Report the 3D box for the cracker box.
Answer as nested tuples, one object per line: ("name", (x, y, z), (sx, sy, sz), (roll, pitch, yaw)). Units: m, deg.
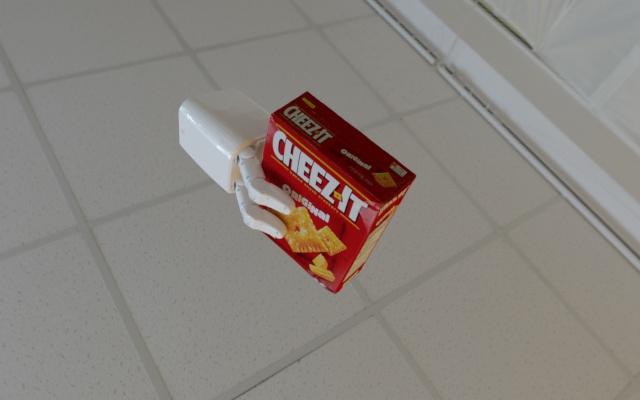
("cracker box", (0.000, 0.002, 0.593), (0.072, 0.164, 0.214), (-40, -18, -34))
